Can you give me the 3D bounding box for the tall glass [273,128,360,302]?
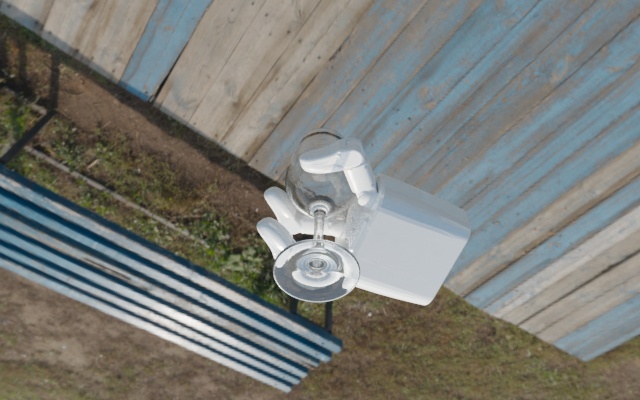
[{"bbox_3d":[0.000,0.002,0.481,0.079,0.079,0.201,0,37,2],"label":"tall glass"}]
